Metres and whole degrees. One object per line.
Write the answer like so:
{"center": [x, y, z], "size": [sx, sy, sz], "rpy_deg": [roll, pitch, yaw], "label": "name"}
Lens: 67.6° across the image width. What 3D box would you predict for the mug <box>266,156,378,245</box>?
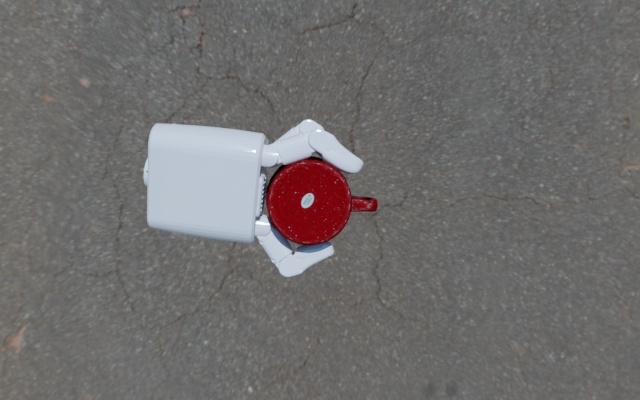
{"center": [0.002, 0.002, 0.486], "size": [0.117, 0.093, 0.081], "rpy_deg": [7, 3, -3], "label": "mug"}
